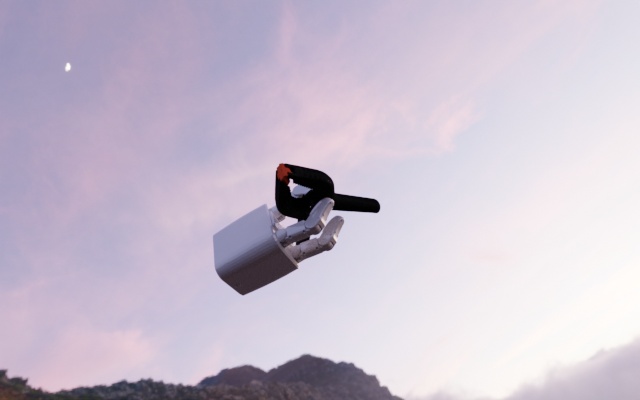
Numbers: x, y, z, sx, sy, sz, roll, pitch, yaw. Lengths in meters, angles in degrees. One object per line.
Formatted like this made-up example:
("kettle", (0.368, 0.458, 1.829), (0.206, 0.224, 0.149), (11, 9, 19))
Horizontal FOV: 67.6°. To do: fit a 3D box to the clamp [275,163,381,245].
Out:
("clamp", (-0.001, 0.002, 0.750), (0.164, 0.036, 0.210), (-28, -38, 5))
